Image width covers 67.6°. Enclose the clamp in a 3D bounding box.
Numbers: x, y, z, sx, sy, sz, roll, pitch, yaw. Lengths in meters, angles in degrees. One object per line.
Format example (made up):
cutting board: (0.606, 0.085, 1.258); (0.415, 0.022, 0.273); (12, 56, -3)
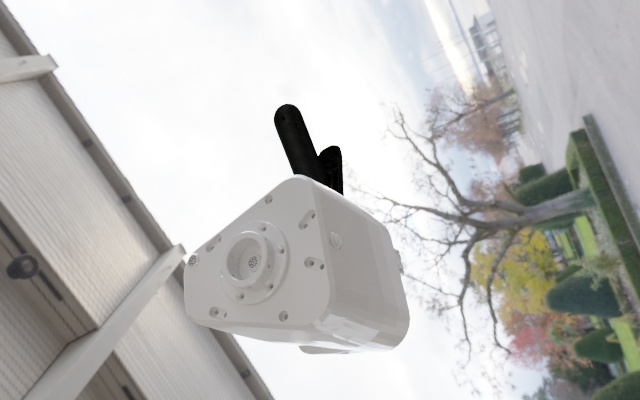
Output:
clamp: (0.000, 0.002, 0.414); (0.039, 0.171, 0.120); (-23, -29, 22)
